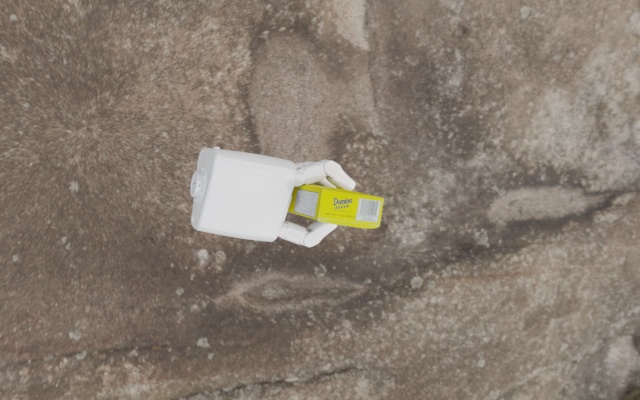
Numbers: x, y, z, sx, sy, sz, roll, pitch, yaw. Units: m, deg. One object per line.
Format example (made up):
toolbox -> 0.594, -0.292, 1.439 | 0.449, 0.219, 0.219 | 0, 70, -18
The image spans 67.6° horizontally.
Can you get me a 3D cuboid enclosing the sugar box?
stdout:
sugar box -> 0.000, 0.002, 0.661 | 0.093, 0.048, 0.176 | 9, 4, -27
